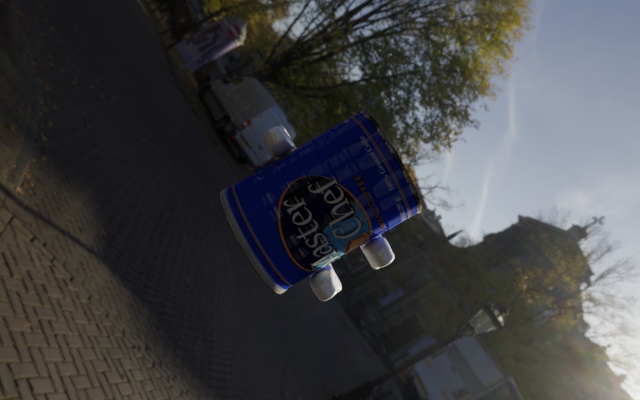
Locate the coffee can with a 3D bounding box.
[{"bbox_3d":[0.000,0.001,0.413,0.140,0.103,0.103,-30,-1,1],"label":"coffee can"}]
